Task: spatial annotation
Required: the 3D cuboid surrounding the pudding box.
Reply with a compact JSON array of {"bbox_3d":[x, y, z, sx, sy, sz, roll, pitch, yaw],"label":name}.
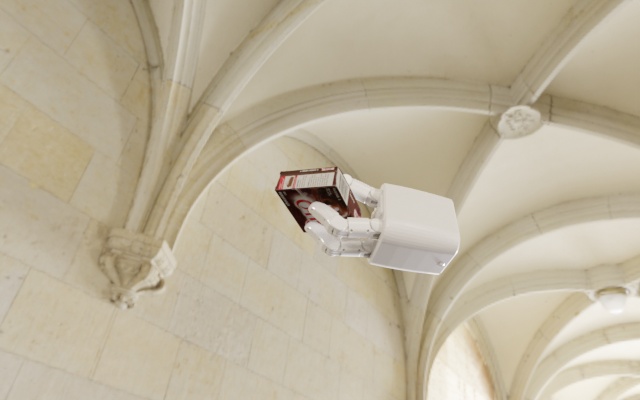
[{"bbox_3d":[0.000,0.002,0.673,0.090,0.039,0.114,-4,-39,21],"label":"pudding box"}]
